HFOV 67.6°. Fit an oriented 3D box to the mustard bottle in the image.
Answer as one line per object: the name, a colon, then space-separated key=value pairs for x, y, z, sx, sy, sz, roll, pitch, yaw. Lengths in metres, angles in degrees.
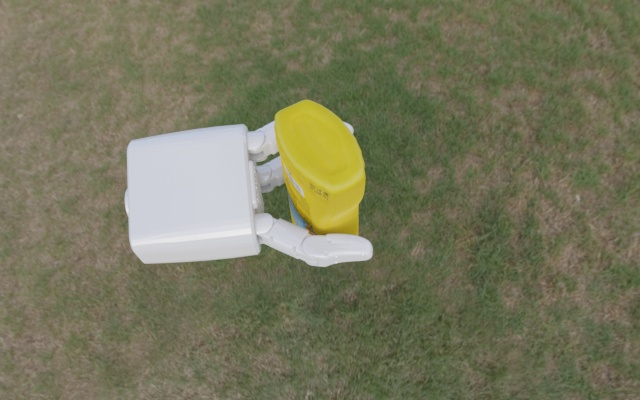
mustard bottle: x=0.000 y=0.001 z=0.454 sx=0.058 sy=0.096 sz=0.192 roll=-29 pitch=-27 yaw=-15
